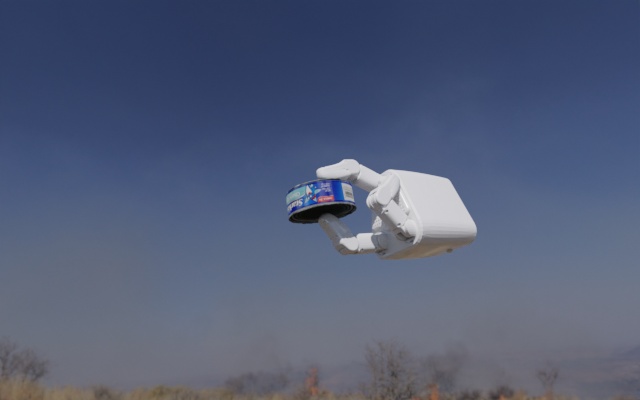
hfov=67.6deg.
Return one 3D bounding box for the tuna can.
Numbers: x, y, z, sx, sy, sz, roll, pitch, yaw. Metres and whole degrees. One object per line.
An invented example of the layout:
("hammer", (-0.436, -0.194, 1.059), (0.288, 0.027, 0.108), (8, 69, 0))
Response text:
("tuna can", (0.000, 0.001, 0.598), (0.086, 0.033, 0.086), (-9, -15, -3))
